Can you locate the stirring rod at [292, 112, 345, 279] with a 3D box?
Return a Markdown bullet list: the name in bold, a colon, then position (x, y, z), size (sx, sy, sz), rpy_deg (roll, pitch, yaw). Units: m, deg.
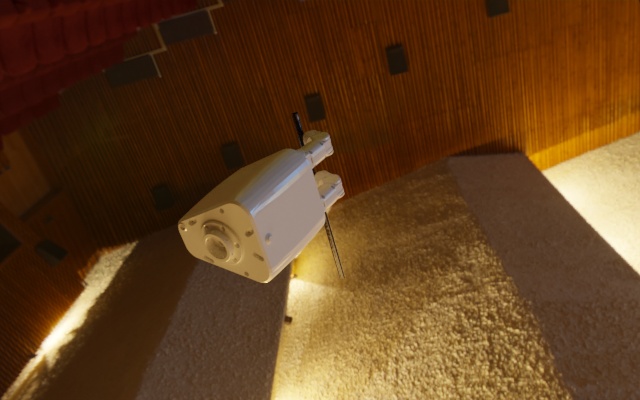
- **stirring rod**: position (0.000, 0.002, 0.613), size (0.011, 0.240, 0.011), rpy_deg (-13, 25, 6)
